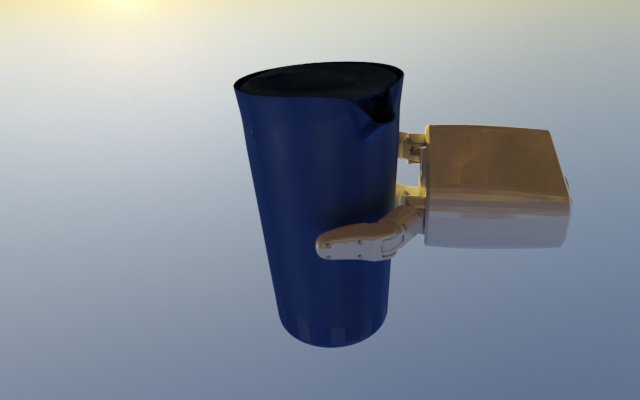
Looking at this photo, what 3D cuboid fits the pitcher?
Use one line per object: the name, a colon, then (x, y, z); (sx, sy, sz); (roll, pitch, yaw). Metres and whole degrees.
pitcher: (0.000, 0.001, 0.432); (0.145, 0.243, 0.149); (2, 26, 11)
